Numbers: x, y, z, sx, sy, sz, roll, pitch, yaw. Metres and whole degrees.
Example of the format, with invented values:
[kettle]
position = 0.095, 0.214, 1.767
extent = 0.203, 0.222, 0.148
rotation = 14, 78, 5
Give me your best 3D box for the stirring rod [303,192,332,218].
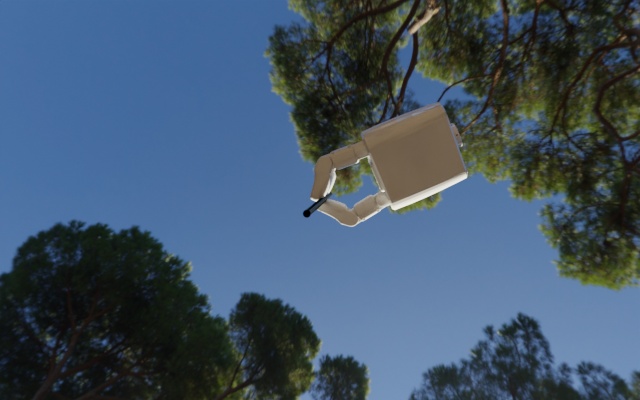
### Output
[stirring rod]
position = 0.000, 0.002, 0.596
extent = 0.011, 0.011, 0.239
rotation = 0, 5, 7
